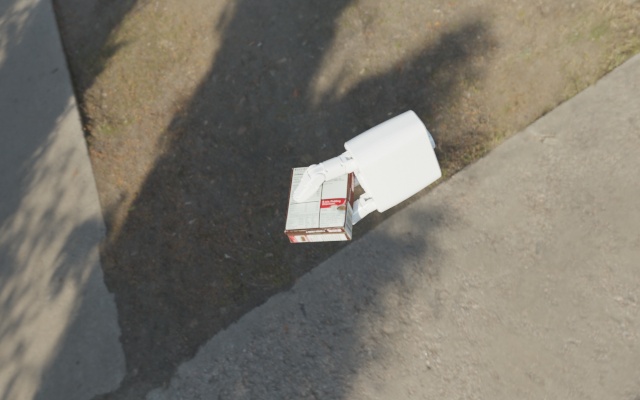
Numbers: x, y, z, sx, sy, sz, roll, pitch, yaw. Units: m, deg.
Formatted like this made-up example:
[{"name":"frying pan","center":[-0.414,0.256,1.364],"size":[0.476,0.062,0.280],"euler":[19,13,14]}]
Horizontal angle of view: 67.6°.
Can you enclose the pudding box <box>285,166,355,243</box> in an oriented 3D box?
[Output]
[{"name":"pudding box","center":[0.000,0.002,0.688],"size":[0.090,0.113,0.039],"euler":[-4,-34,16]}]
